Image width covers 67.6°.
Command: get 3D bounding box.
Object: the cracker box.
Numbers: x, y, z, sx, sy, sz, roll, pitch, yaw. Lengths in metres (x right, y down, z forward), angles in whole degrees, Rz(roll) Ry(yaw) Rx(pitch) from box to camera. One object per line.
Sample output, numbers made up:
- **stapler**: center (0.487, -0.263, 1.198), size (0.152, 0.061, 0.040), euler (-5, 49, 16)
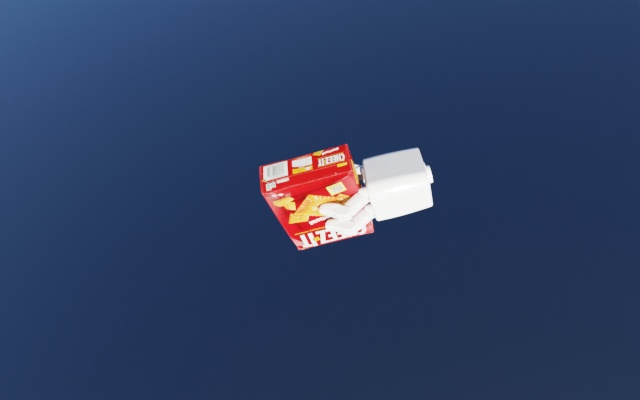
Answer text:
- **cracker box**: center (0.000, 0.003, 0.897), size (0.164, 0.072, 0.214), euler (-14, -36, 9)
